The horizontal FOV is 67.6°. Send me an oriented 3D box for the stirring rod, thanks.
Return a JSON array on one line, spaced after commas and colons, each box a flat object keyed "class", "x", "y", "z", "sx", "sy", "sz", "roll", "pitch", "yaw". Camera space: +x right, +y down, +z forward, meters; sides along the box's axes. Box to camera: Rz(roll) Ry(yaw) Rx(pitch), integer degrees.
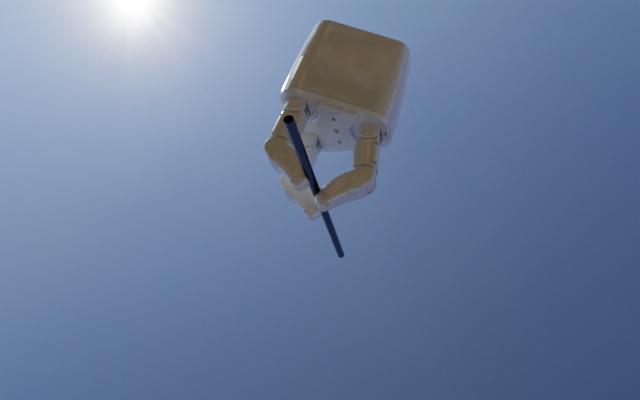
[{"class": "stirring rod", "x": 0.000, "y": 0.001, "z": 0.452, "sx": 0.011, "sy": 0.011, "sz": 0.240, "roll": 0, "pitch": -31, "yaw": 13}]
